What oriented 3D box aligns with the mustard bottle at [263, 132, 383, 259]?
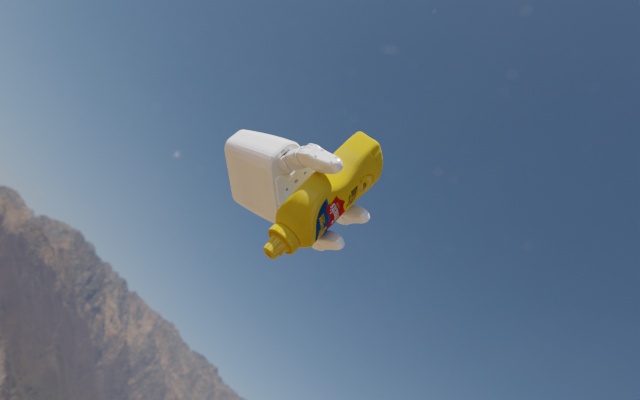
[{"bbox_3d":[0.001,0.002,0.595,0.058,0.191,0.096,37,-28,18],"label":"mustard bottle"}]
